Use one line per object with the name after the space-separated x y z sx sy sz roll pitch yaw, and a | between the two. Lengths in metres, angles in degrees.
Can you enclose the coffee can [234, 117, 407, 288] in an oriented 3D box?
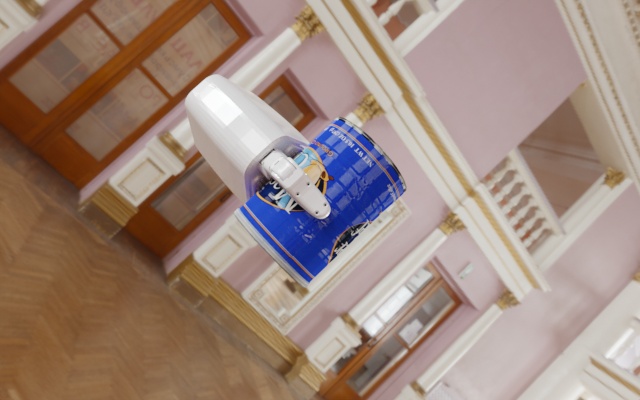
0.000 0.002 0.477 0.140 0.103 0.103 -43 4 -5 | coffee can
